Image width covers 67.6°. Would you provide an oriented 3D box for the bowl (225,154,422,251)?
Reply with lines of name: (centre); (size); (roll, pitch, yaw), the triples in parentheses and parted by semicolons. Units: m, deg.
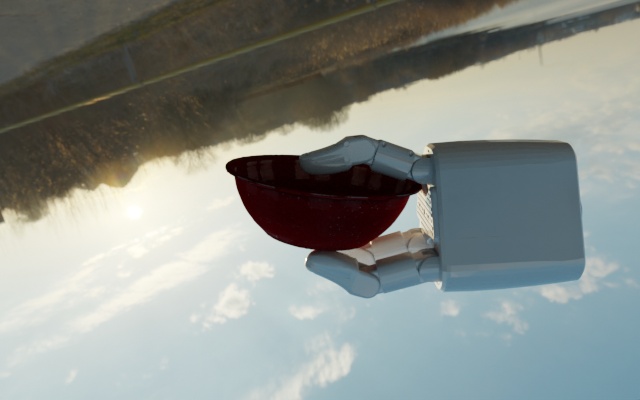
bowl: (-0.001, 0.002, 0.402); (0.162, 0.055, 0.162); (6, 14, -2)
